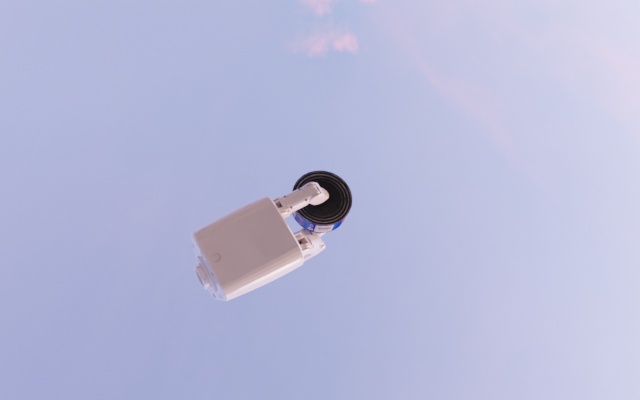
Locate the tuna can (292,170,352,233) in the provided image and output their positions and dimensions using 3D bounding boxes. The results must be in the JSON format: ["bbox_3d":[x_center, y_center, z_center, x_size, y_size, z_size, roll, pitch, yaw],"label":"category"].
[{"bbox_3d":[0.000,0.002,0.680,0.086,0.086,0.034,0,-26,-10],"label":"tuna can"}]
